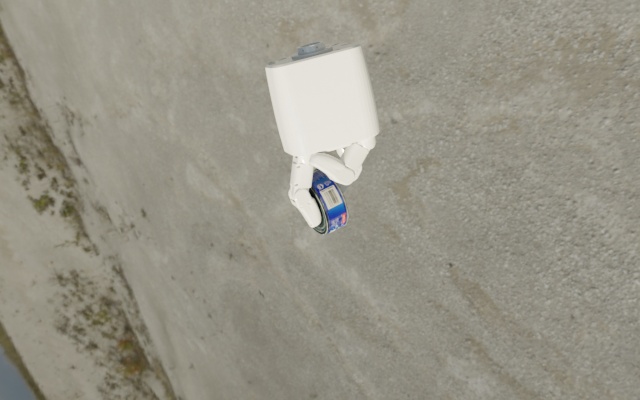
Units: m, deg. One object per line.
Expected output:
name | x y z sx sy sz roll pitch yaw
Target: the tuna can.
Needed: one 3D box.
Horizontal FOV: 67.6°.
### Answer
tuna can | 0.000 0.002 0.635 0.033 0.086 0.086 -27 10 -21
